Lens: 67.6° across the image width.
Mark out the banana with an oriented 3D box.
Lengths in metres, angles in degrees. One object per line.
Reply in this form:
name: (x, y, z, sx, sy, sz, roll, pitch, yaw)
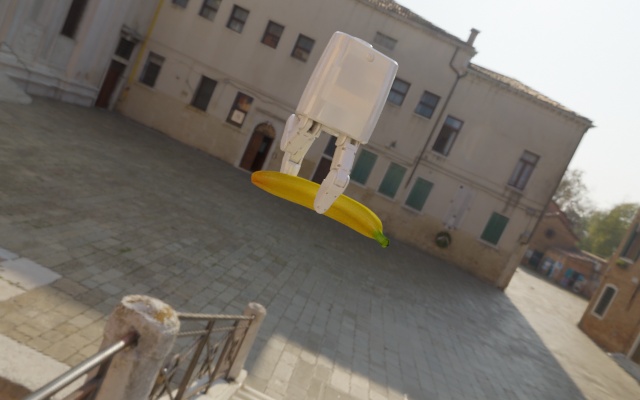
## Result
banana: (0.004, 0.002, 0.641, 0.198, 0.037, 0.069, 25, 6, 0)
